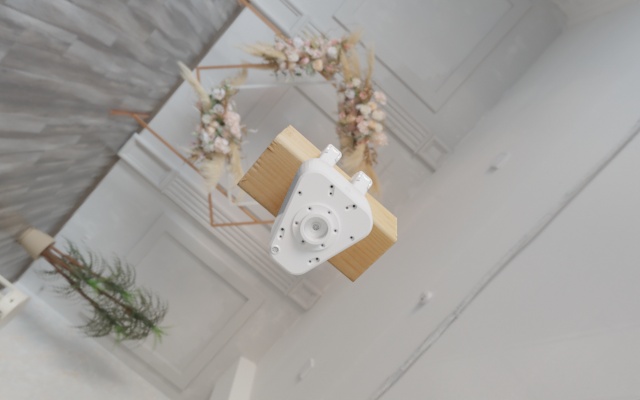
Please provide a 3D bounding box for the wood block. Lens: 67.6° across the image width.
[{"bbox_3d":[0.000,0.003,0.665,0.206,0.091,0.090,41,20,-6],"label":"wood block"}]
